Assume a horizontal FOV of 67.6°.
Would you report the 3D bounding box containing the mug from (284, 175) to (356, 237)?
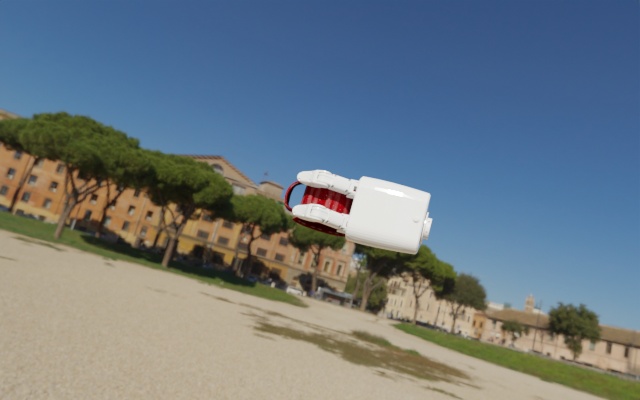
[{"bbox_3d":[-0.001,0.002,0.763,0.117,0.081,0.093,14,-11,13],"label":"mug"}]
